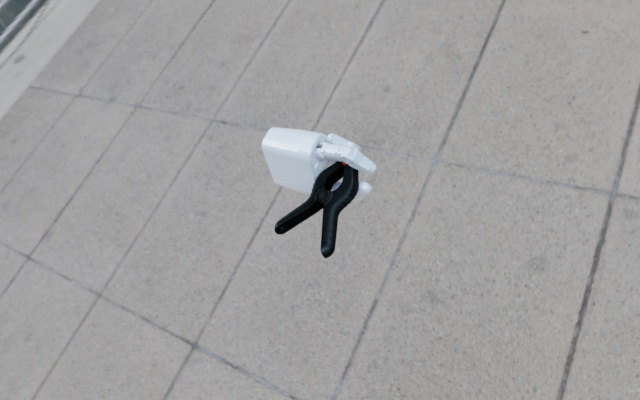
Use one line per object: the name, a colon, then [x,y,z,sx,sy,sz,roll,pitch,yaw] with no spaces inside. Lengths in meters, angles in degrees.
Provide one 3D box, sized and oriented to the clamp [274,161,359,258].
clamp: [0.000,0.002,0.762,0.120,0.171,0.039,15,-23,30]
